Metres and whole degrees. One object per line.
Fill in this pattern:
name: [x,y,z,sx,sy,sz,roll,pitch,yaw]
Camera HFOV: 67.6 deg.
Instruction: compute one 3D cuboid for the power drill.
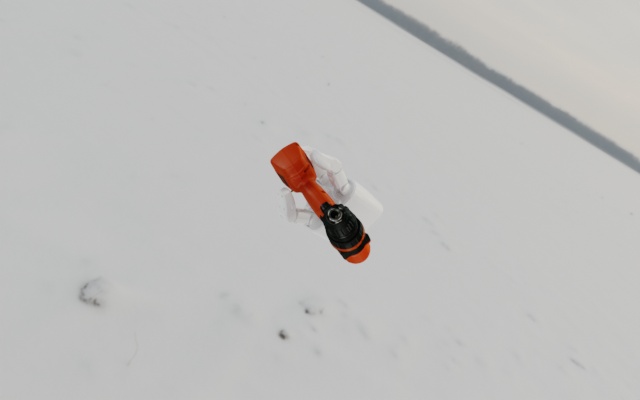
power drill: [0.000,0.002,0.708,0.057,0.187,0.184,-35,-25,-3]
